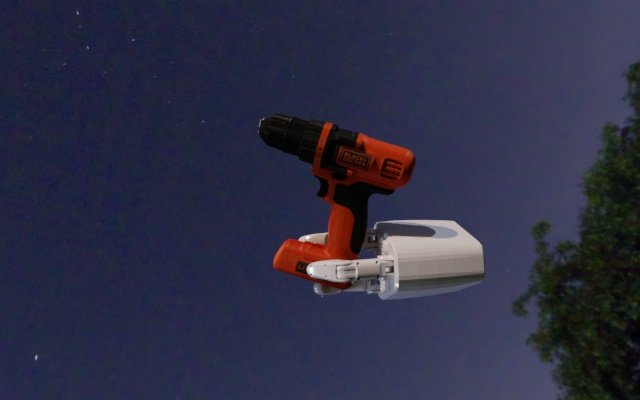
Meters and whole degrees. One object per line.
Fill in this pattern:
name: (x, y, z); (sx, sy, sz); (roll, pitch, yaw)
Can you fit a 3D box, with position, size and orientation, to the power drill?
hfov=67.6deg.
power drill: (0.000, 0.002, 0.569); (0.184, 0.188, 0.057); (17, 21, 6)
